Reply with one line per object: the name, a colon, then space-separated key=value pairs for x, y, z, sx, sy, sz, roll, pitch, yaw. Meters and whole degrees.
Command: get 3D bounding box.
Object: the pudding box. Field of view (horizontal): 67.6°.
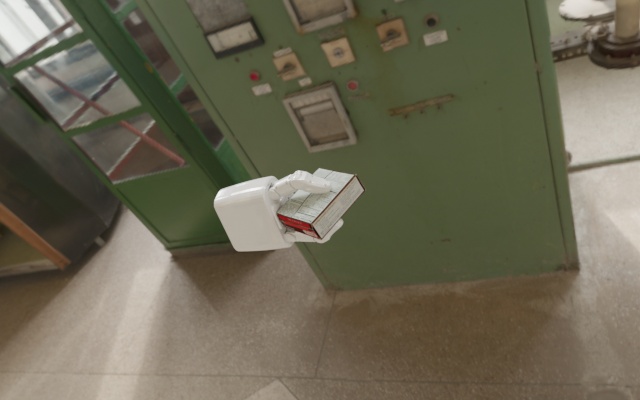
pudding box: x=0.000 y=0.002 z=0.733 sx=0.090 sy=0.113 sz=0.039 roll=16 pitch=-33 yaw=48
